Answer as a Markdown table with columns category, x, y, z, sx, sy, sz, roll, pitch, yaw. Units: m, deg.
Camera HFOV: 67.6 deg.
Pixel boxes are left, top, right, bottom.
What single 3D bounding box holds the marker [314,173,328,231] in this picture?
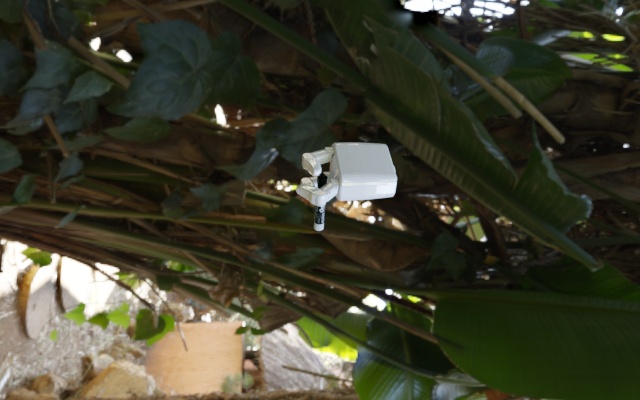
| category | x | y | z | sx | sy | sz | roll | pitch | yaw |
| --- | --- | --- | --- | --- | --- | --- | --- | --- | --- |
| marker | 0.000 | 0.003 | 0.879 | 0.020 | 0.121 | 0.020 | 3 | 34 | -2 |
